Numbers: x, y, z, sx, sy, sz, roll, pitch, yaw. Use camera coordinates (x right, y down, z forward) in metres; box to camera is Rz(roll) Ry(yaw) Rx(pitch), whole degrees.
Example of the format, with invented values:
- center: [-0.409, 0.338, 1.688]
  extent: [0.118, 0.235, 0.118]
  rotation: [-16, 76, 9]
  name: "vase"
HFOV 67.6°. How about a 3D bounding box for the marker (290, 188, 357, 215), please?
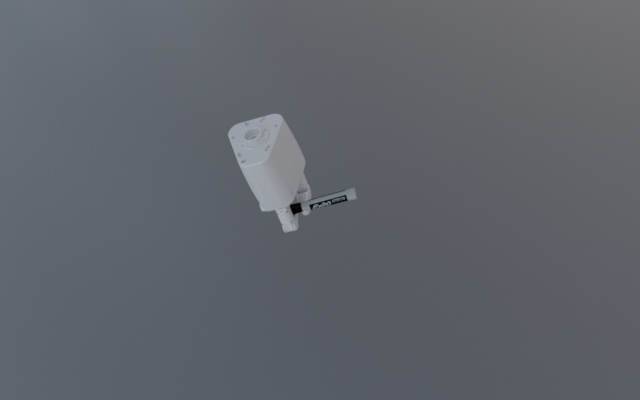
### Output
- center: [0.000, 0.003, 0.796]
  extent: [0.121, 0.020, 0.020]
  rotation: [-14, -2, 9]
  name: "marker"
